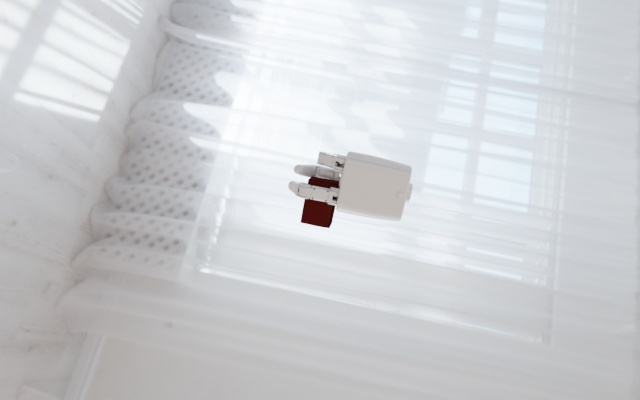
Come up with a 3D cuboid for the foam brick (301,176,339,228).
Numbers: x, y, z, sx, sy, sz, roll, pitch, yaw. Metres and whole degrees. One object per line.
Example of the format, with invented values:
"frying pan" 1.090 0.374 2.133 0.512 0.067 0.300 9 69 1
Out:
"foam brick" 0.000 0.003 0.810 0.051 0.078 0.053 12 9 4
